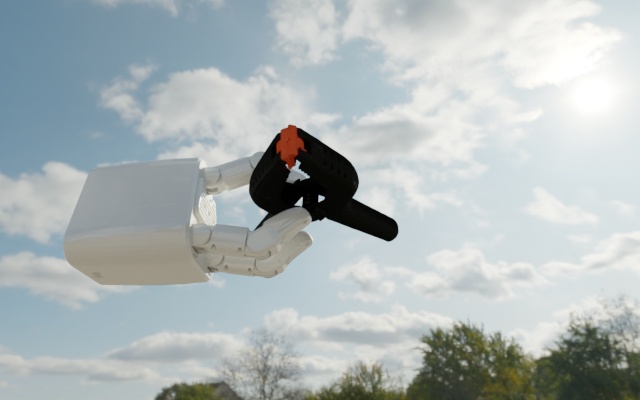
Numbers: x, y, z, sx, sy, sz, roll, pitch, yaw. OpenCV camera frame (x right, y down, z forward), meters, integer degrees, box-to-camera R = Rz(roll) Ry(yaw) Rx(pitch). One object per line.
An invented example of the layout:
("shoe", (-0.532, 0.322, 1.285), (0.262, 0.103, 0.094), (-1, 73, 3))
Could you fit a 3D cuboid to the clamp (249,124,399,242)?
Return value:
("clamp", (0.000, 0.000, 0.443), (0.164, 0.036, 0.210), (-5, -27, -1))
